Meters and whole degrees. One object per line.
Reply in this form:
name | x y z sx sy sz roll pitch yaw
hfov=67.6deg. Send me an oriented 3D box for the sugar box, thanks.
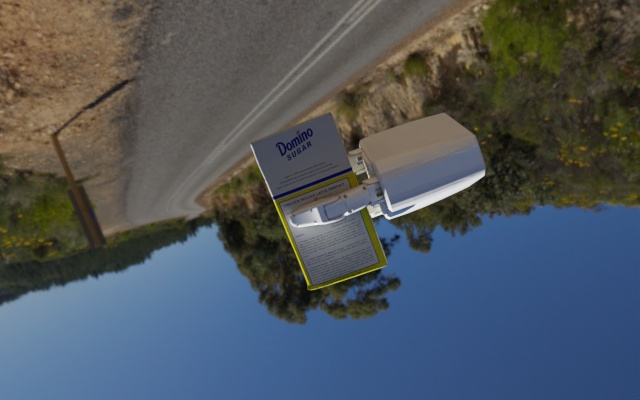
sugar box | 0.000 0.002 0.524 0.093 0.176 0.048 -20 7 5
